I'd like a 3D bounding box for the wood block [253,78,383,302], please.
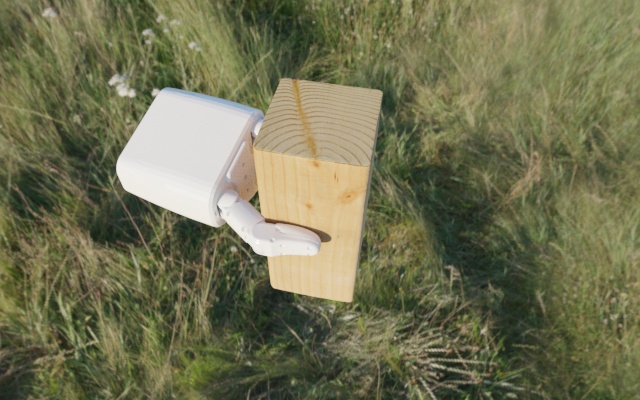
[{"bbox_3d":[0.000,0.002,0.451,0.090,0.090,0.206,9,-39,7],"label":"wood block"}]
